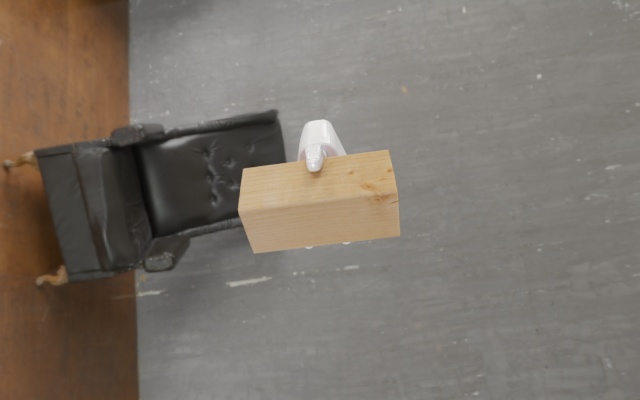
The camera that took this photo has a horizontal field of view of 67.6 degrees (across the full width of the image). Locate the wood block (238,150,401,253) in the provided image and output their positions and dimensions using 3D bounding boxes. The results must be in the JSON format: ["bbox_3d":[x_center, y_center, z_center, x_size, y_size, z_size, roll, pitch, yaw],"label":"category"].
[{"bbox_3d":[0.000,0.002,0.663,0.206,0.091,0.090,-8,43,5],"label":"wood block"}]
